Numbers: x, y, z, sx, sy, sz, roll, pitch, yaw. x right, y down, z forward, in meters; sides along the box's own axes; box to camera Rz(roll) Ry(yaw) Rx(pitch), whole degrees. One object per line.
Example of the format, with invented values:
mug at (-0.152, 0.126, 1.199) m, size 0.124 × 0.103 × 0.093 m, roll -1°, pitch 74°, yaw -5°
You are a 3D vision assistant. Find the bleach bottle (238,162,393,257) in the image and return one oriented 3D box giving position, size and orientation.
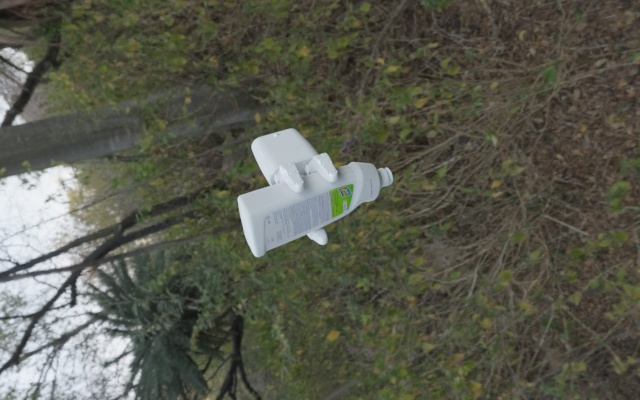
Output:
bleach bottle at (0.000, 0.002, 0.765) m, size 0.251 × 0.103 × 0.068 m, roll -18°, pitch 43°, yaw -17°
